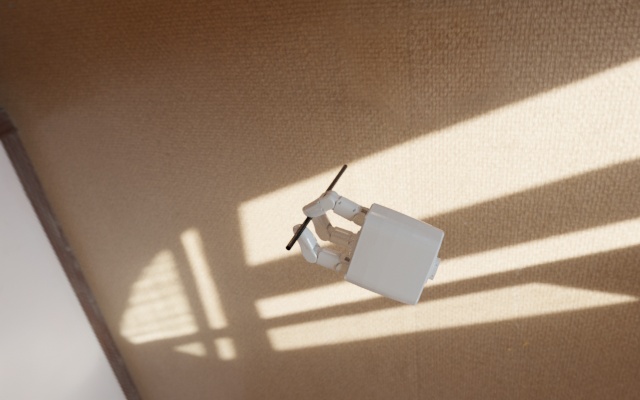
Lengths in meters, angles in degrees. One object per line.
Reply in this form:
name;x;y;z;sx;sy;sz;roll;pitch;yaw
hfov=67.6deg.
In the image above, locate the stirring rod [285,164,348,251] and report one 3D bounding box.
stirring rod;0.000;0.002;0.721;0.011;0.011;0.239;0;30;24
